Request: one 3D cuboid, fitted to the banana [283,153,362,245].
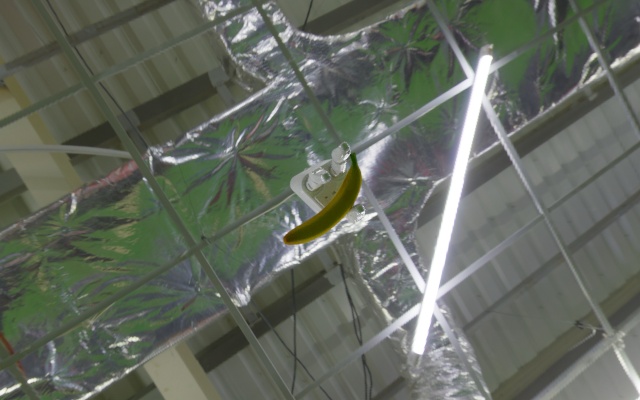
[{"bbox_3d":[0.015,0.011,0.836,0.070,0.198,0.037,41,-9,-21],"label":"banana"}]
